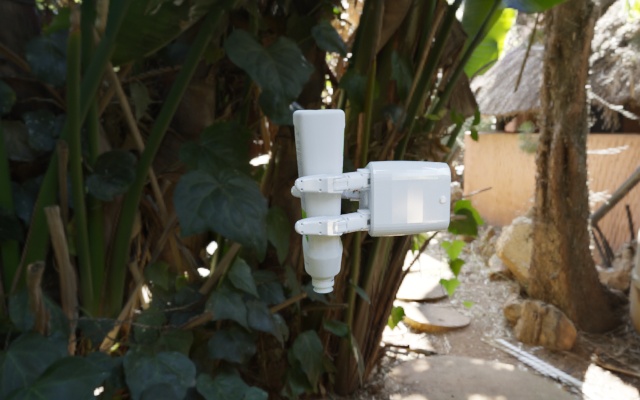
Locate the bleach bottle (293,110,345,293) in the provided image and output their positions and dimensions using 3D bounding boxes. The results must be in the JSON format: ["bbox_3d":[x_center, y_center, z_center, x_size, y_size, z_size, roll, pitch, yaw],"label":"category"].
[{"bbox_3d":[0.000,0.002,0.664,0.068,0.251,0.102,-2,12,-5],"label":"bleach bottle"}]
